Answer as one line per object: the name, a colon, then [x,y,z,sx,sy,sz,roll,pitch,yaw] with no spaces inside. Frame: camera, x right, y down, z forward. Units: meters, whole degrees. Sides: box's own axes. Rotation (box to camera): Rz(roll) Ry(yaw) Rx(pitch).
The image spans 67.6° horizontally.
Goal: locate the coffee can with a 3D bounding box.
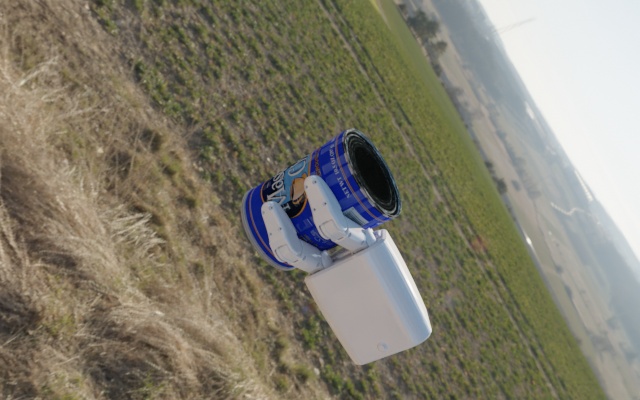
coffee can: [0.000,0.002,0.514,0.140,0.102,0.103,-29,-14,26]
